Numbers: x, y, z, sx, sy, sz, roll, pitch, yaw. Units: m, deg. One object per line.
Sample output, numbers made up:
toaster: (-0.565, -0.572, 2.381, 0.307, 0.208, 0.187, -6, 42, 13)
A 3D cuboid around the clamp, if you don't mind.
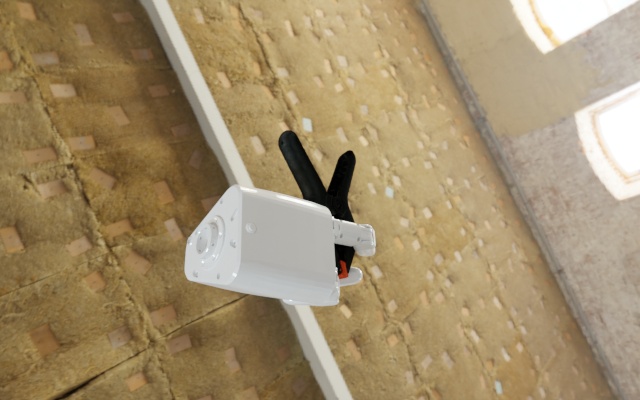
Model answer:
clamp: (0.000, 0.002, 0.539, 0.120, 0.171, 0.039, 17, -32, -37)
